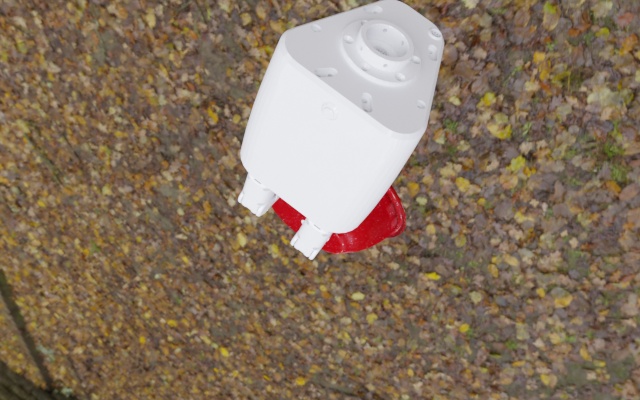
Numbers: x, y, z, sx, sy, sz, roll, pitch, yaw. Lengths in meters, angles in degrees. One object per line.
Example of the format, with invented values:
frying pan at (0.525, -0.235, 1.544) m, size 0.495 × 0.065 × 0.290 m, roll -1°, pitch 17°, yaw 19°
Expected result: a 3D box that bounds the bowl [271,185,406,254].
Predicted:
bowl at (0.000, 0.002, 0.465) m, size 0.162 × 0.055 × 0.162 m, roll 33°, pitch -21°, yaw 15°
